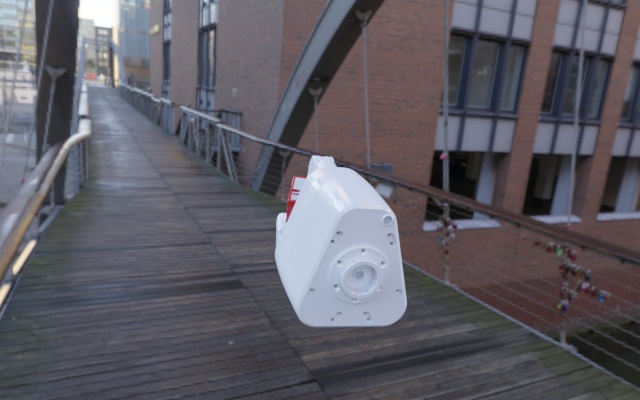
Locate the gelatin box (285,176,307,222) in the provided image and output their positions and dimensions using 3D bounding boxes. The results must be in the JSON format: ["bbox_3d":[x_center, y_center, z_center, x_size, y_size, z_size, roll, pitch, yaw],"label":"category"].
[{"bbox_3d":[0.000,0.001,0.557,0.073,0.030,0.089,7,21,-1],"label":"gelatin box"}]
